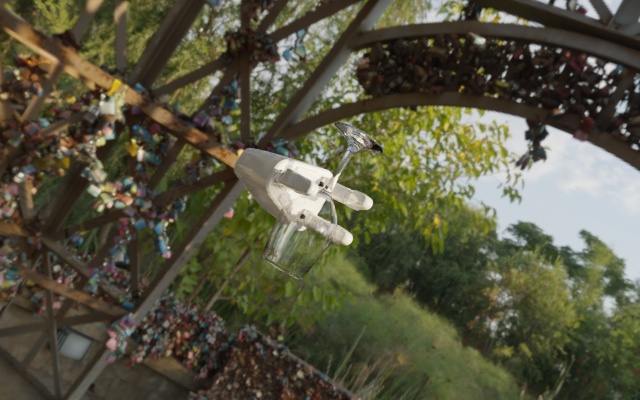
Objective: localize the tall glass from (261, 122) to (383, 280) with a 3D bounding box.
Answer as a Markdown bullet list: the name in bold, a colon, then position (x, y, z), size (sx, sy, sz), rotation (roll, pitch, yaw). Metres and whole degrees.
- **tall glass**: position (0.000, 0.001, 0.623), size (0.079, 0.201, 0.079), rotation (30, -5, 3)
